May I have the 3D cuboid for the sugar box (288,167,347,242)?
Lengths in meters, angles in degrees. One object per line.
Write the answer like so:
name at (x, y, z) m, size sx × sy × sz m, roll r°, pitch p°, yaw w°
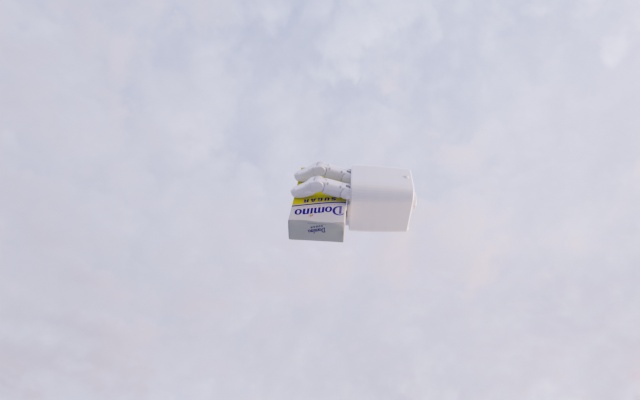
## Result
sugar box at (0.000, 0.002, 0.835) m, size 0.093 × 0.048 × 0.176 m, roll 3°, pitch 30°, yaw 3°
